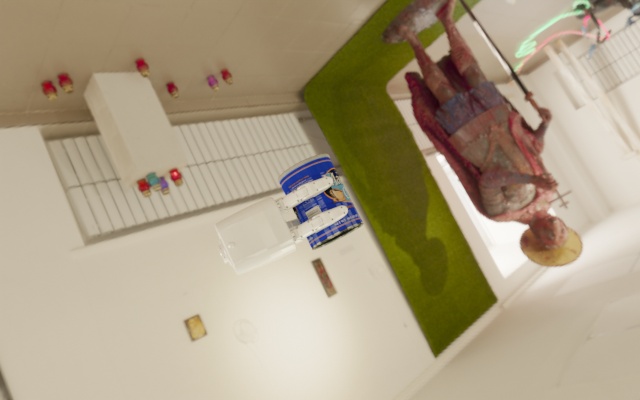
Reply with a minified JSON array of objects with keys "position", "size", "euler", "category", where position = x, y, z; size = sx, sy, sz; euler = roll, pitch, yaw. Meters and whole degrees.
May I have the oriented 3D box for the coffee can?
[{"position":[0.000,0.003,0.847],"size":[0.103,0.140,0.103],"euler":[-26,-9,-5],"category":"coffee can"}]
